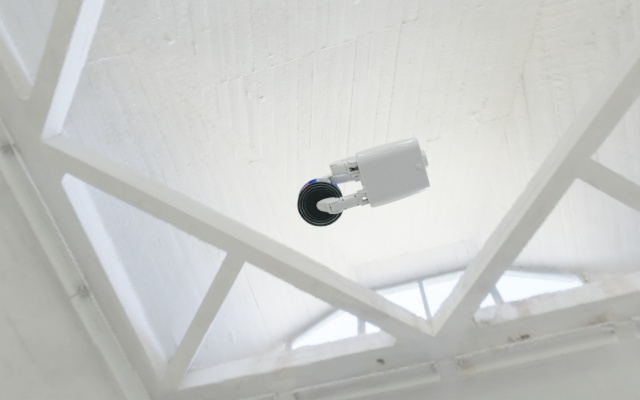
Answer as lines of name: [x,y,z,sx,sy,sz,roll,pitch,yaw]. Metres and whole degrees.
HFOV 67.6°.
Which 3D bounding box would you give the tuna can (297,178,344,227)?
tuna can: [0.000,0.003,0.871,0.086,0.086,0.033,0,17,-1]
